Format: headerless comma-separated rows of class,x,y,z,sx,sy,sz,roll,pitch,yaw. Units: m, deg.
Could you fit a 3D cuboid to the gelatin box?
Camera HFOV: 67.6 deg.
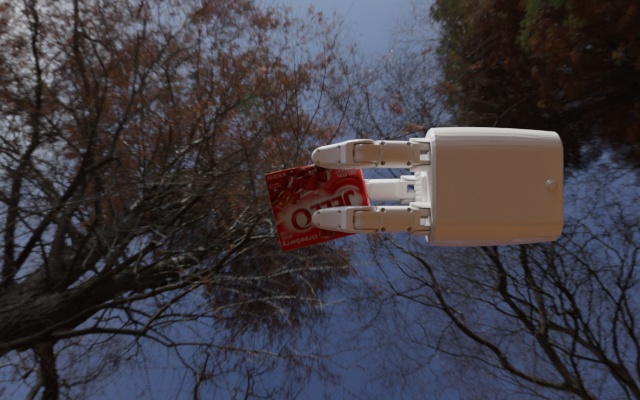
gelatin box,0.000,0.002,0.442,0.089,0.073,0.030,-13,-1,7
